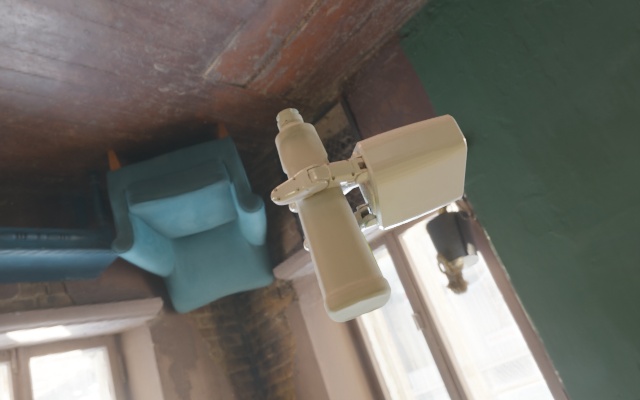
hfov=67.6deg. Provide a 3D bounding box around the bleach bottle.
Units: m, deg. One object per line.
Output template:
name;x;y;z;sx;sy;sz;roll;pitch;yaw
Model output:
bleach bottle;0.000;0.002;0.528;0.068;0.250;0.103;-20;-22;-2
